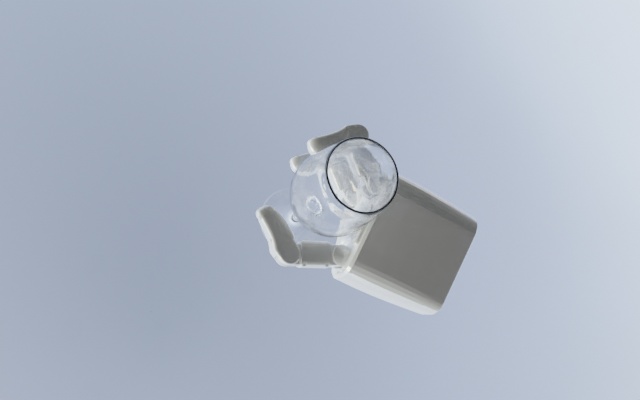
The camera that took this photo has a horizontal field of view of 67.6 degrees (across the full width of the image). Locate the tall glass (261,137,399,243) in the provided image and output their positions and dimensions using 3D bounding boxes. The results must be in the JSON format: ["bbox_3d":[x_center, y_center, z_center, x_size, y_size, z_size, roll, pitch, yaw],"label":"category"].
[{"bbox_3d":[0.000,0.002,0.455,0.079,0.079,0.201,0,-12,-19],"label":"tall glass"}]
